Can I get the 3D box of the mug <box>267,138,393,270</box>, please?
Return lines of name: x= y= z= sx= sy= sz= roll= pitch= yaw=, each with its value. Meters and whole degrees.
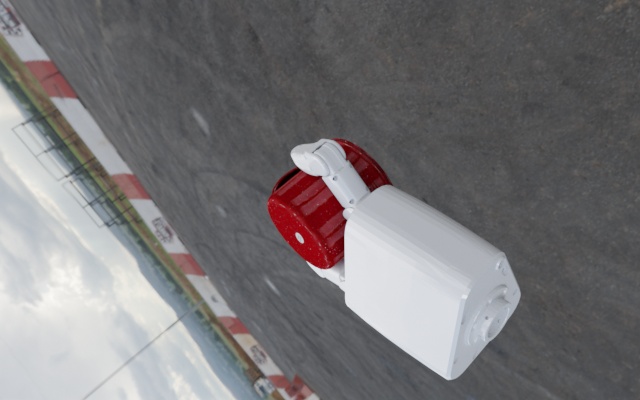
mug: x=-0.001 y=0.001 z=0.429 sx=0.081 sy=0.093 sz=0.117 roll=-40 pitch=46 yaw=-20
